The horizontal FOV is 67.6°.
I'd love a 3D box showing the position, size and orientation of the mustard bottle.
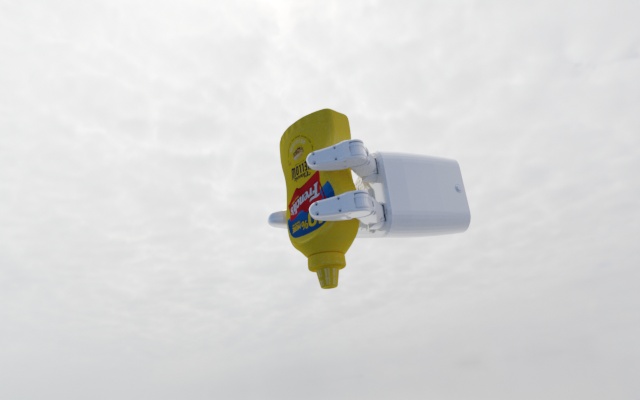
[{"bbox_3d":[0.000,0.001,0.529,0.058,0.191,0.096,13,-28,-42],"label":"mustard bottle"}]
